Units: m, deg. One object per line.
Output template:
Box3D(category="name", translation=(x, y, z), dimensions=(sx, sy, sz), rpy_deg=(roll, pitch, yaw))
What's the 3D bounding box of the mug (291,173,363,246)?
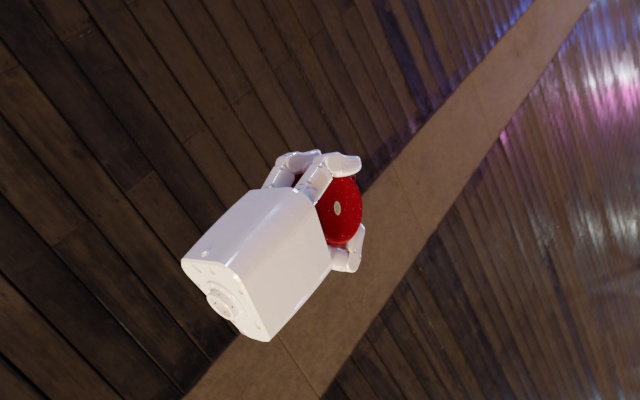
Box3D(category="mug", translation=(0.001, 0.001, 0.550), dimensions=(0.081, 0.093, 0.117), rpy_deg=(-1, 38, 46))
